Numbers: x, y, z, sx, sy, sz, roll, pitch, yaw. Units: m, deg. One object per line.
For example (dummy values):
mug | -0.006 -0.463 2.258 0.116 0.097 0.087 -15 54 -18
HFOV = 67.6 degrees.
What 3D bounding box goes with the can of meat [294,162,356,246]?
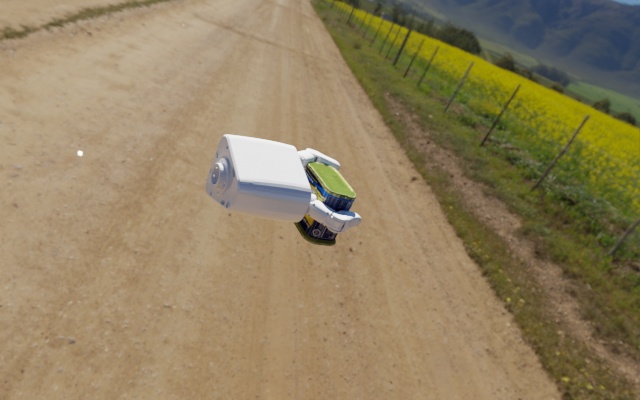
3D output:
can of meat | 0.000 0.002 0.698 0.057 0.084 0.102 10 28 -32
